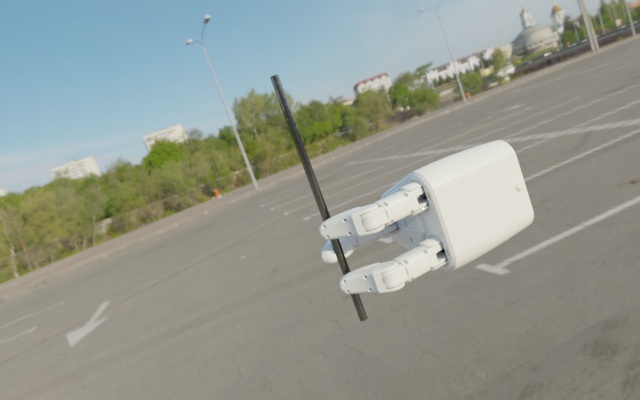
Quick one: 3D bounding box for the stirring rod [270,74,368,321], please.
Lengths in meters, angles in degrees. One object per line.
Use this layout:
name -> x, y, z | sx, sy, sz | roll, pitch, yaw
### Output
stirring rod -> 0.000, 0.002, 0.439 | 0.011, 0.239, 0.011 | -20, 8, 3
